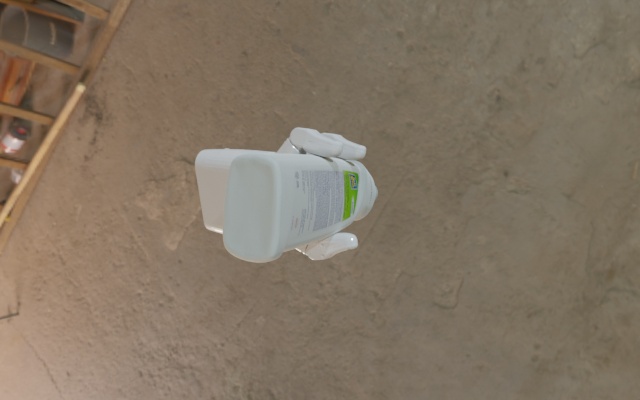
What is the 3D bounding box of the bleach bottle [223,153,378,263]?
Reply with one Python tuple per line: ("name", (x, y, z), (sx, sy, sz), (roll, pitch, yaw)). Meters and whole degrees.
("bleach bottle", (0.000, 0.002, 0.535), (0.068, 0.102, 0.251), (8, 5, 30))
